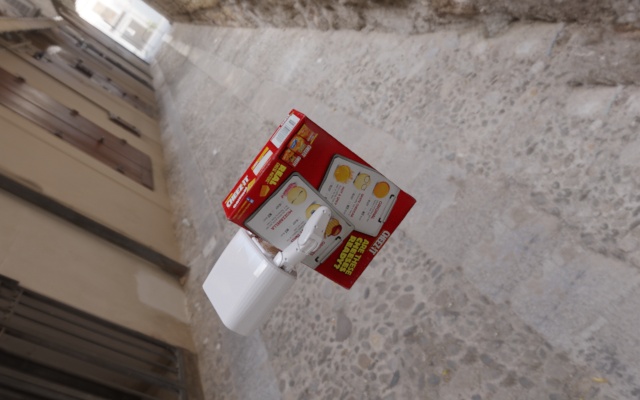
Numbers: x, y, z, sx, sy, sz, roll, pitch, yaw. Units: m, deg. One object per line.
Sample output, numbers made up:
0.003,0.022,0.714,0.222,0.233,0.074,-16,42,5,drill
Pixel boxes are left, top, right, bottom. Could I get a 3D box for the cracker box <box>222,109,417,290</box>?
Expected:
0.000,0.002,0.659,0.214,0.164,0.072,34,6,-27,cracker box
